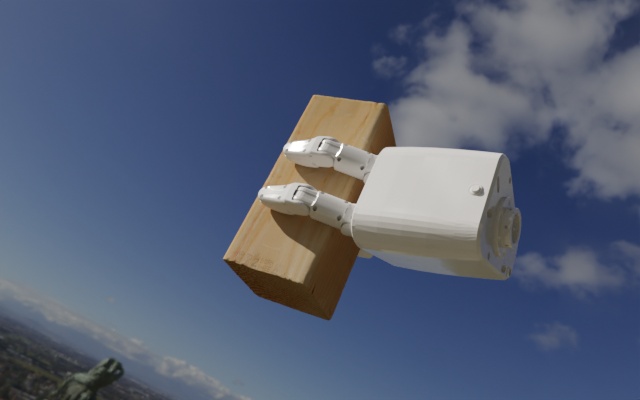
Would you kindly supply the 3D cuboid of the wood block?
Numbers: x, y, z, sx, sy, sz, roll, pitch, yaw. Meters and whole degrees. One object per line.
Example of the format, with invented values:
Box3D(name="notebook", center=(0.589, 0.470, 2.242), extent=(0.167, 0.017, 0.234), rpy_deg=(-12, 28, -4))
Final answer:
Box3D(name="wood block", center=(0.001, 0.002, 0.490), extent=(0.090, 0.206, 0.091), rpy_deg=(13, -29, 25))
